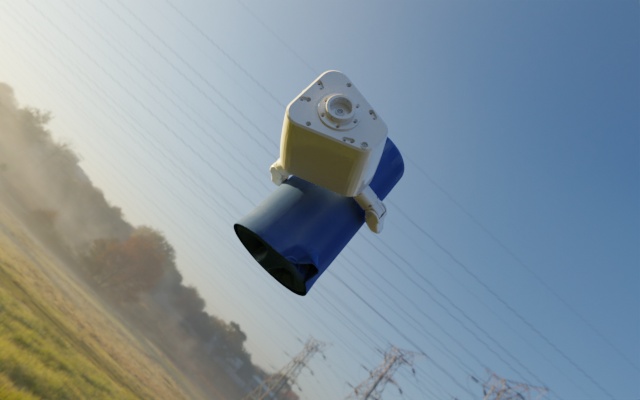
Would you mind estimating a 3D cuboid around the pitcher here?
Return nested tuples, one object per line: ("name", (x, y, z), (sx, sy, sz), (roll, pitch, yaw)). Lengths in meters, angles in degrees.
("pitcher", (0.000, 0.002, 0.679), (0.149, 0.242, 0.145), (40, -22, 12))
